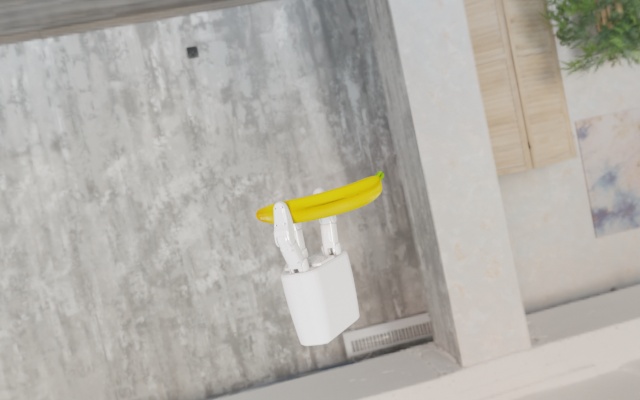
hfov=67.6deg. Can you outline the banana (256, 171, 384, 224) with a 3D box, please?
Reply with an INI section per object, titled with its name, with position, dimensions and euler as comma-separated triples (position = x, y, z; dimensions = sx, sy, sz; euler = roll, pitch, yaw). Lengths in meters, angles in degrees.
[banana]
position = 0.005, 0.003, 0.672
dimensions = 0.198, 0.037, 0.069
euler = -16, 8, -4
